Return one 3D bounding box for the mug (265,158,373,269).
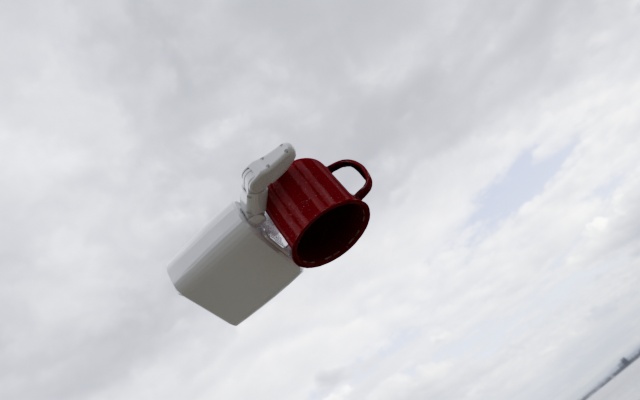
[{"bbox_3d":[0.001,0.001,0.497,0.081,0.117,0.093,51,3,34],"label":"mug"}]
